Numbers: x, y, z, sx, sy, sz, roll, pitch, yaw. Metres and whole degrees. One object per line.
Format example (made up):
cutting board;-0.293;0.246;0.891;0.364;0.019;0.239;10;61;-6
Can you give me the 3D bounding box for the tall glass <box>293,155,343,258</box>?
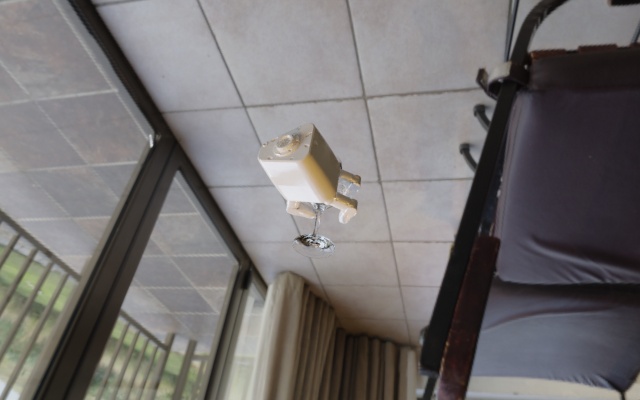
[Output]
tall glass;0.000;0.004;0.888;0.079;0.201;0.079;6;-38;4
